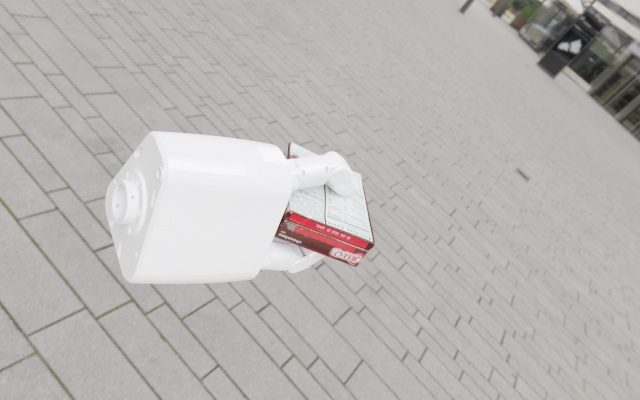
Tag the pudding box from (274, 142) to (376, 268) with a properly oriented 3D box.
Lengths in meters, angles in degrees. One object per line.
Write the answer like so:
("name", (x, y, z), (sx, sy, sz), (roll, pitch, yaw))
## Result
("pudding box", (0.000, 0.001, 0.456), (0.090, 0.039, 0.113), (23, 35, -20))
